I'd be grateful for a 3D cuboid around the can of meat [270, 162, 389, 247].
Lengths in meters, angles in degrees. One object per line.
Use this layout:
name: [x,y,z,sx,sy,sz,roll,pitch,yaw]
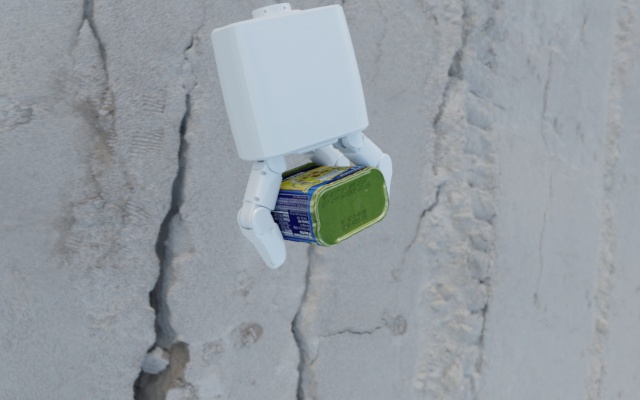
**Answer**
can of meat: [0.000,0.002,0.434,0.084,0.057,0.102,4,21,44]
